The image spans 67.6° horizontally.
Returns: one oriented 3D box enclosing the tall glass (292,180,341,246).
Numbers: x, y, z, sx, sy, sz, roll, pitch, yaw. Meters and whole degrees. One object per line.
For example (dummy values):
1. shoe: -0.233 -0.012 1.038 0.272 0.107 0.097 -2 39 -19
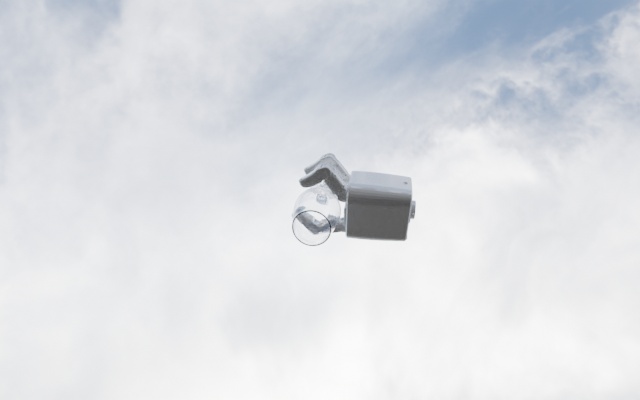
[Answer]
1. tall glass: 0.000 0.002 0.819 0.079 0.079 0.201 0 24 9
